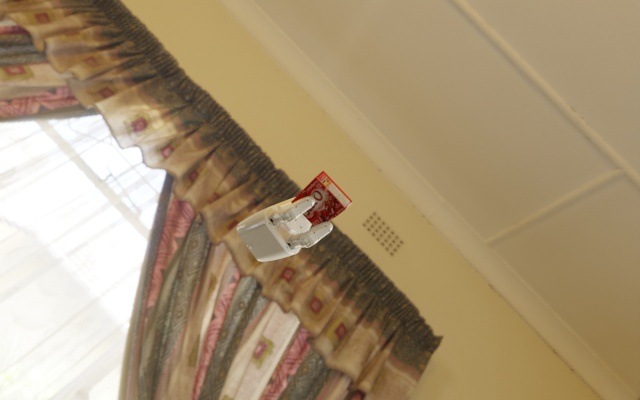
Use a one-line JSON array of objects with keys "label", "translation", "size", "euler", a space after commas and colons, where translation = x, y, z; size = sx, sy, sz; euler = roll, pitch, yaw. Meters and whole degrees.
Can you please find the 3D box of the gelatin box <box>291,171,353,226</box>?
[{"label": "gelatin box", "translation": [0.001, 0.002, 0.817], "size": [0.089, 0.073, 0.030], "euler": [-42, 2, 45]}]
